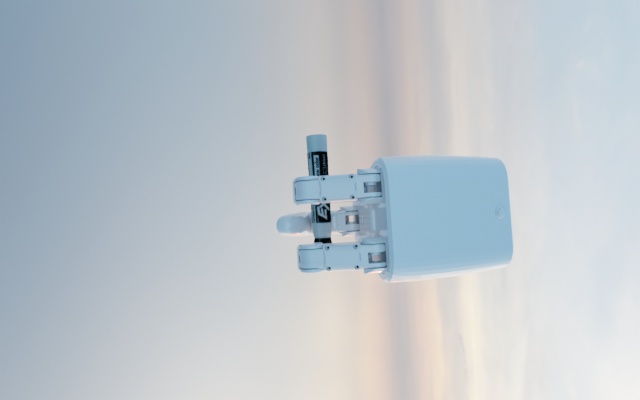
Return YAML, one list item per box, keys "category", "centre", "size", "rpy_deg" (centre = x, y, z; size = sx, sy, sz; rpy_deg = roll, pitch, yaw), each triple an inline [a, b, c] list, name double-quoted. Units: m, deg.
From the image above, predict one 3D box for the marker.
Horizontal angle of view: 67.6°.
- category: "marker"
  centre: [0.000, 0.001, 0.432]
  size: [0.020, 0.121, 0.020]
  rpy_deg: [-4, -1, 0]
